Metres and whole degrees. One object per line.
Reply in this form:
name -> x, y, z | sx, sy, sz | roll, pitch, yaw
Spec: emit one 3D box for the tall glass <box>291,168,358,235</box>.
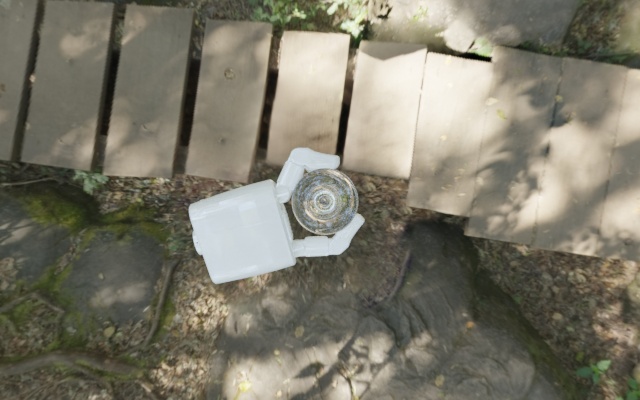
tall glass -> 0.000, 0.002, 0.627 | 0.079, 0.079, 0.201 | 0, -1, -2
